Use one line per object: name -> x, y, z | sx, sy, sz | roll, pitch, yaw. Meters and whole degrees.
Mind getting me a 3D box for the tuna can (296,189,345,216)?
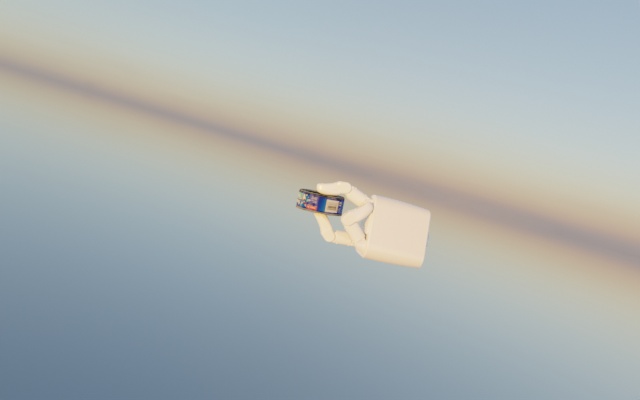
tuna can -> 0.000, 0.002, 0.865 | 0.086, 0.034, 0.086 | 11, 5, -1
